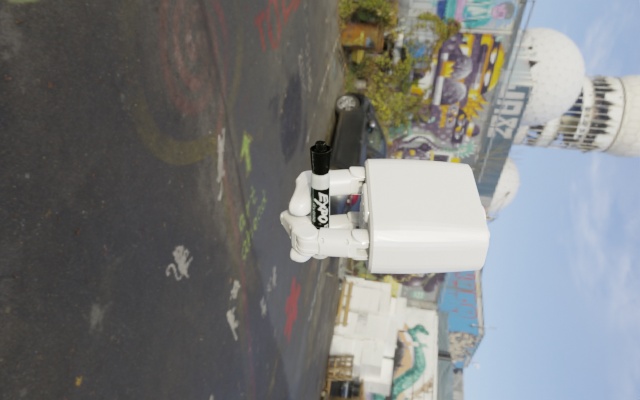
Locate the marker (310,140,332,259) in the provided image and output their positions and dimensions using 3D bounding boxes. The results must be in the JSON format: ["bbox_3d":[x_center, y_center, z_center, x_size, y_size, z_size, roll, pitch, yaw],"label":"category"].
[{"bbox_3d":[0.000,0.001,0.437,0.020,0.121,0.020,0,33,0],"label":"marker"}]
